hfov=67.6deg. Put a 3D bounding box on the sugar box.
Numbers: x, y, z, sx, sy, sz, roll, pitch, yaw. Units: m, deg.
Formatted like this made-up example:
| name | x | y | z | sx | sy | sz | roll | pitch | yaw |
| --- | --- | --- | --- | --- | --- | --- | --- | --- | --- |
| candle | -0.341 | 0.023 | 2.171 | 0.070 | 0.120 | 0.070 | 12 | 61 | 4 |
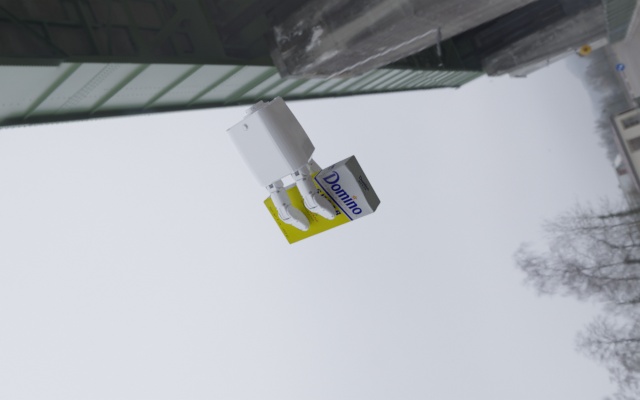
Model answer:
| name | x | y | z | sx | sy | sz | roll | pitch | yaw |
| --- | --- | --- | --- | --- | --- | --- | --- | --- | --- |
| sugar box | 0.000 | 0.003 | 0.788 | 0.176 | 0.093 | 0.048 | -23 | 15 | 34 |
